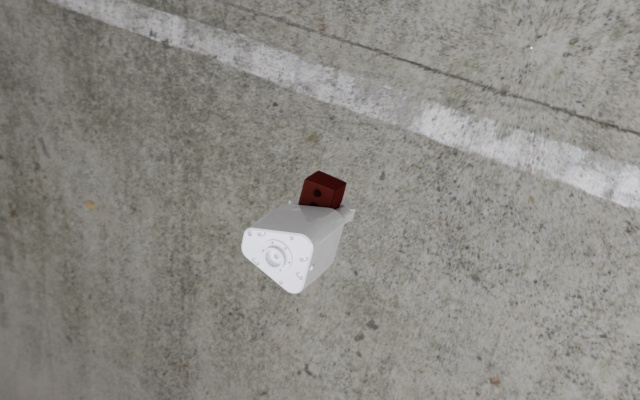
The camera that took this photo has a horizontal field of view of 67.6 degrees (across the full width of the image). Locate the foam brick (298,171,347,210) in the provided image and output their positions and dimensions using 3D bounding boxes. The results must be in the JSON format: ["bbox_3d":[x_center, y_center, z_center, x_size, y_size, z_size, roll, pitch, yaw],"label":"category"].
[{"bbox_3d":[0.000,0.002,0.743,0.053,0.078,0.051,22,24,18],"label":"foam brick"}]
